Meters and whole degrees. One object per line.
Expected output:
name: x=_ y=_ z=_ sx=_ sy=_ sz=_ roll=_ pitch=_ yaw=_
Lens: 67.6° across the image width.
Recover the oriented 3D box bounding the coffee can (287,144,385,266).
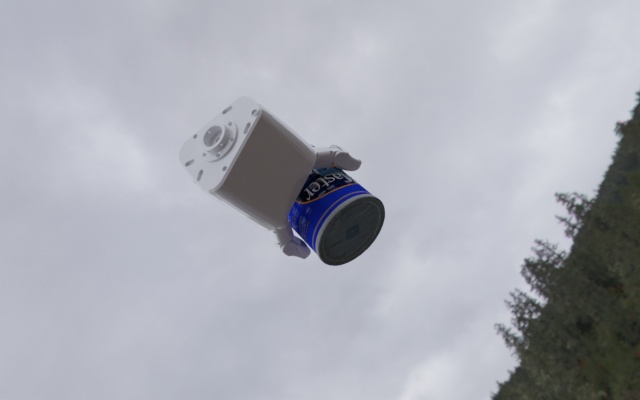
coffee can: x=0.000 y=0.002 z=0.621 sx=0.103 sy=0.103 sz=0.140 roll=0 pitch=32 yaw=-42
